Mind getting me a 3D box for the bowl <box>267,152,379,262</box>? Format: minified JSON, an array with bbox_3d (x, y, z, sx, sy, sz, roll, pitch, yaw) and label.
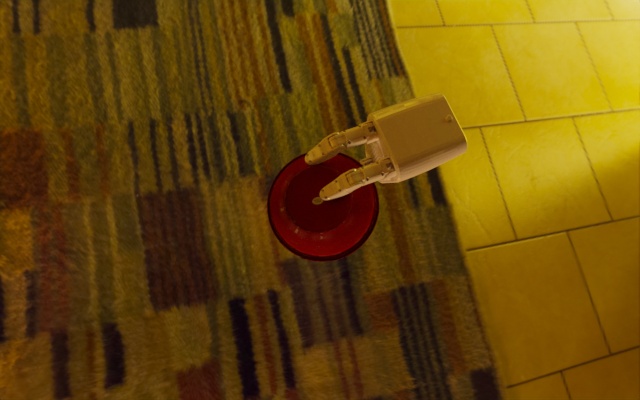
[{"bbox_3d":[-0.001,0.003,0.656,0.162,0.162,0.055,0,-9,7],"label":"bowl"}]
